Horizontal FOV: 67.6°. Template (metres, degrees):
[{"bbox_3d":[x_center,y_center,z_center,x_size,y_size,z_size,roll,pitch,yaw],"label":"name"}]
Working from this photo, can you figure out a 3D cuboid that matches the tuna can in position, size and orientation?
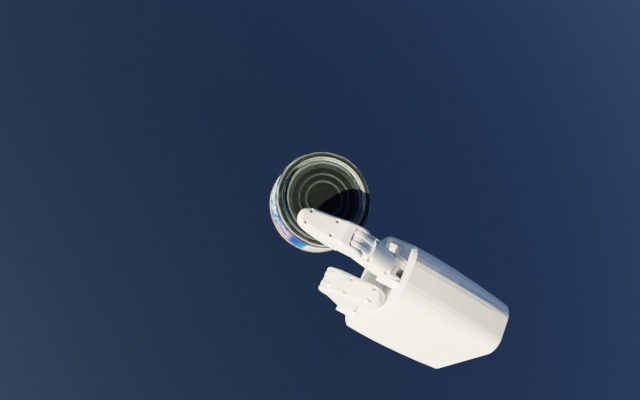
[{"bbox_3d":[0.000,0.001,0.419,0.086,0.086,0.034,0,-11,-13],"label":"tuna can"}]
